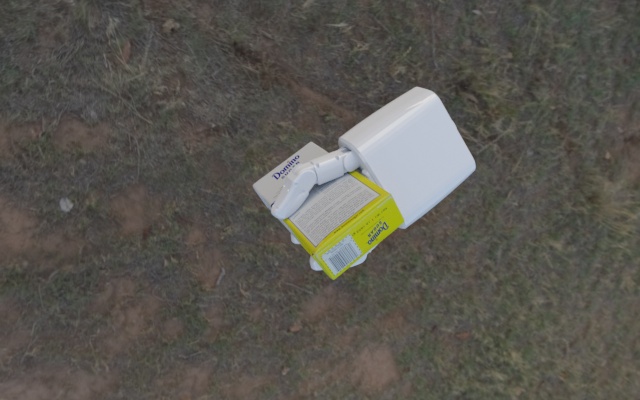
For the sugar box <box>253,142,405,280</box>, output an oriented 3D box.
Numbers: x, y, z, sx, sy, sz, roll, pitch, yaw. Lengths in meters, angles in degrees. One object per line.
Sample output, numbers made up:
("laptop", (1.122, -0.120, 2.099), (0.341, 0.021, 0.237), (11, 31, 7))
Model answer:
("sugar box", (0.000, 0.002, 0.513), (0.093, 0.048, 0.176), (-37, 32, -7))
